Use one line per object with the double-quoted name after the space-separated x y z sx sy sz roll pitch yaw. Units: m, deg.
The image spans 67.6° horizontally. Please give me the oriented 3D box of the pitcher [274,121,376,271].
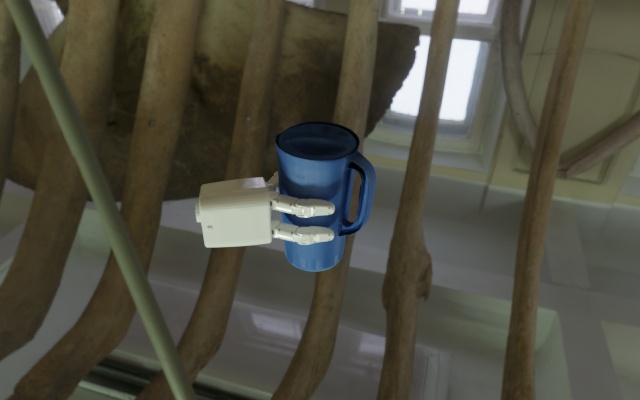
0.000 0.003 0.803 0.145 0.243 0.149 -5 35 -10 "pitcher"
